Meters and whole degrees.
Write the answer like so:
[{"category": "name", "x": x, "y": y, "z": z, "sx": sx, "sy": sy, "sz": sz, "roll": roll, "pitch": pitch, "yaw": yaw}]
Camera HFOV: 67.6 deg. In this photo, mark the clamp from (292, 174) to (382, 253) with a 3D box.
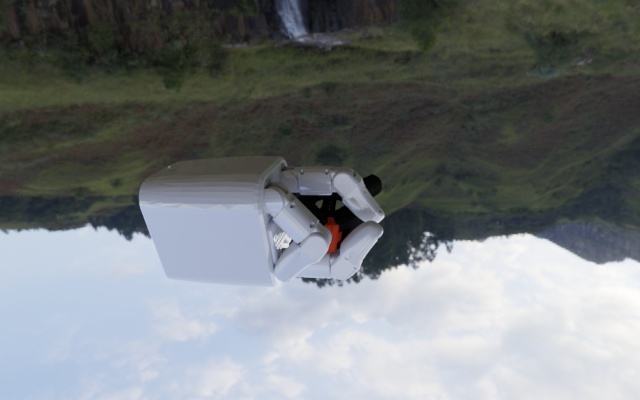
[{"category": "clamp", "x": 0.000, "y": 0.002, "z": 0.494, "sx": 0.120, "sy": 0.039, "sz": 0.171, "roll": 1, "pitch": 18, "yaw": 10}]
